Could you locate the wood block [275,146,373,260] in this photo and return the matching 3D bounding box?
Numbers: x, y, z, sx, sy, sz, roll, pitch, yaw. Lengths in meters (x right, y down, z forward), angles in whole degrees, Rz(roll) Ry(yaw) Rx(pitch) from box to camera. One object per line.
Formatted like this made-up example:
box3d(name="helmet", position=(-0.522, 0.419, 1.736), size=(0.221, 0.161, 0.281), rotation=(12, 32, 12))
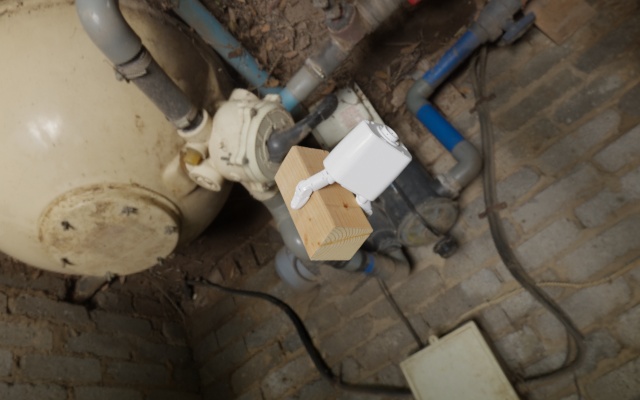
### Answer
box3d(name="wood block", position=(0.000, 0.003, 0.890), size=(0.091, 0.206, 0.090), rotation=(5, -47, -36))
